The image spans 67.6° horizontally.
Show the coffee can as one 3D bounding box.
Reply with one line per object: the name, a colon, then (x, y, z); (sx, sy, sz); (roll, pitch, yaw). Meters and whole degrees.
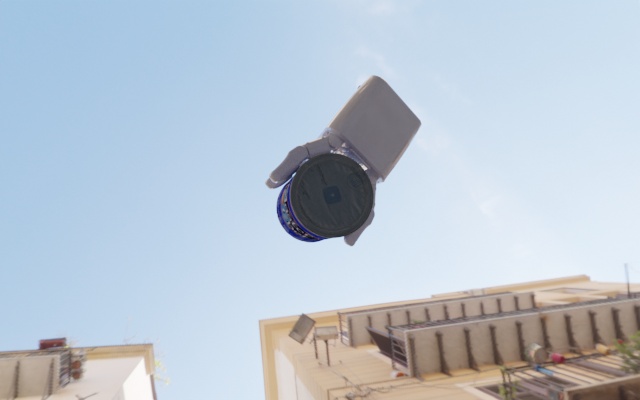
coffee can: (0.000, 0.002, 0.635); (0.103, 0.103, 0.140); (0, -7, -12)
